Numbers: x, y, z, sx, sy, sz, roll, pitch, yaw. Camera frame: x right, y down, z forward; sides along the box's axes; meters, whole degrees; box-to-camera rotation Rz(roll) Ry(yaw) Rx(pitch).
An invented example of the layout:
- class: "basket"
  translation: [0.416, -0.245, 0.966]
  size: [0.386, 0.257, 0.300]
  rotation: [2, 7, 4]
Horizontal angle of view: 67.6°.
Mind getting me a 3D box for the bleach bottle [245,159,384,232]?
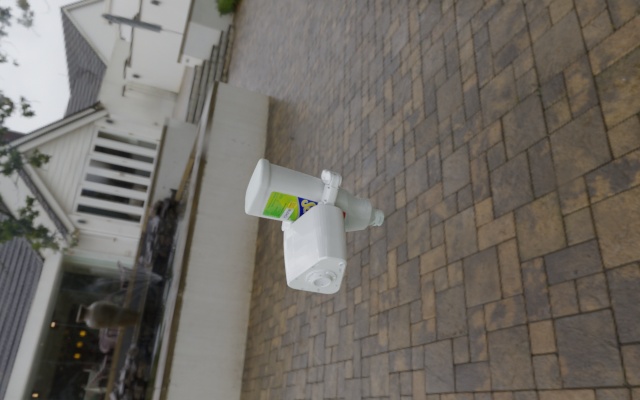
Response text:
- class: "bleach bottle"
  translation: [0.000, 0.003, 0.847]
  size: [0.251, 0.068, 0.103]
  rotation: [12, -44, -19]
